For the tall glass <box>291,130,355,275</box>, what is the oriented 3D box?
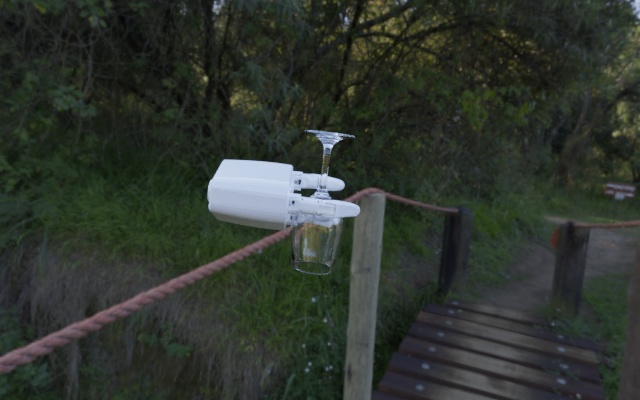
[{"bbox_3d":[0.000,0.002,0.694,0.079,0.201,0.079,7,6,-1],"label":"tall glass"}]
